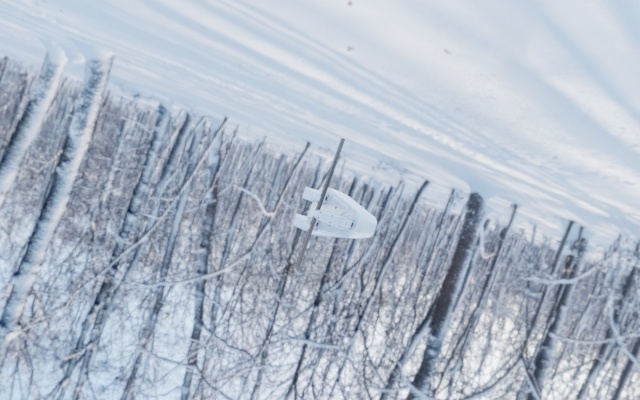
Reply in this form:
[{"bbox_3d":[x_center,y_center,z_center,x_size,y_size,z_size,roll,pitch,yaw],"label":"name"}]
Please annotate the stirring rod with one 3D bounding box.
[{"bbox_3d":[0.000,0.003,0.858,0.011,0.239,0.011,20,3,-1],"label":"stirring rod"}]
